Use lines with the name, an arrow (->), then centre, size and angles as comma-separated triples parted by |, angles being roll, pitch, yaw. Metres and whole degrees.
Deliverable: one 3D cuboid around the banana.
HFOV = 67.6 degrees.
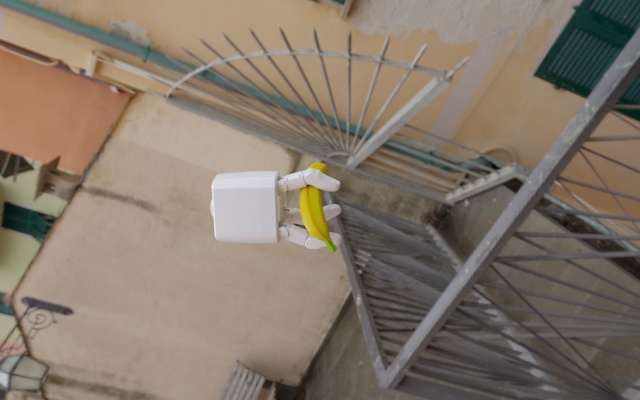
banana -> -0.008, -0.006, 0.799 | 0.037, 0.197, 0.070 | -21, -45, 19
